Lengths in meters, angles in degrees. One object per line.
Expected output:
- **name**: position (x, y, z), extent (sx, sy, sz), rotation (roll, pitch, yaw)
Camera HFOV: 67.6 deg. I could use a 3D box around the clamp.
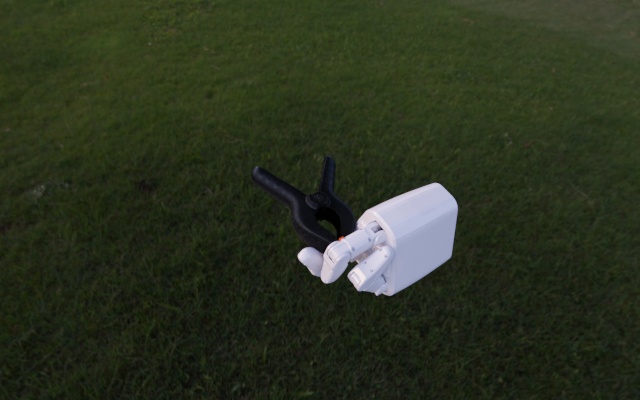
- **clamp**: position (0.000, 0.002, 0.609), extent (0.120, 0.171, 0.039), rotation (-23, -32, -25)
